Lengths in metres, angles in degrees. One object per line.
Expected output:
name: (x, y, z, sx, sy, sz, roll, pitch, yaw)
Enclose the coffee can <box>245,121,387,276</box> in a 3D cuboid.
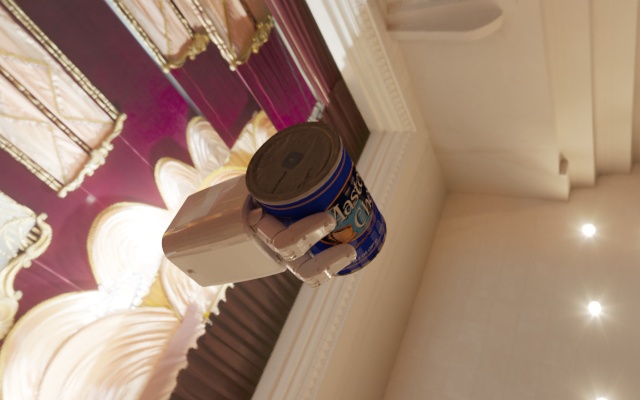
coffee can: (0.000, 0.001, 0.506, 0.103, 0.102, 0.140, 0, -37, 31)
